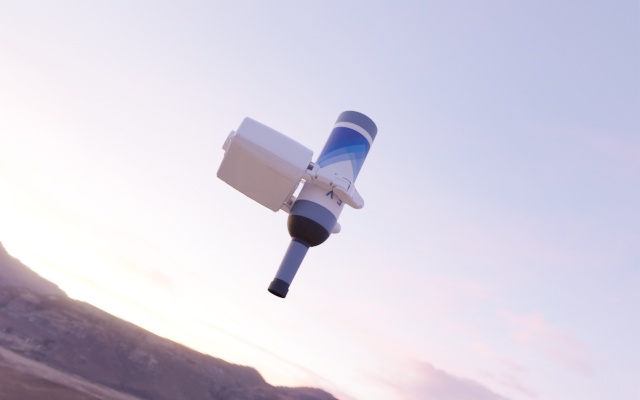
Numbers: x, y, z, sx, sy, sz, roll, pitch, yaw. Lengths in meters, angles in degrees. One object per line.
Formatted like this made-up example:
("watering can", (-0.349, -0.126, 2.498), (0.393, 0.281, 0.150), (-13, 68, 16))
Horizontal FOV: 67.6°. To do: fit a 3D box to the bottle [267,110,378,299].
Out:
("bottle", (0.000, 0.002, 0.685), (0.069, 0.295, 0.069), (21, -25, 10))
